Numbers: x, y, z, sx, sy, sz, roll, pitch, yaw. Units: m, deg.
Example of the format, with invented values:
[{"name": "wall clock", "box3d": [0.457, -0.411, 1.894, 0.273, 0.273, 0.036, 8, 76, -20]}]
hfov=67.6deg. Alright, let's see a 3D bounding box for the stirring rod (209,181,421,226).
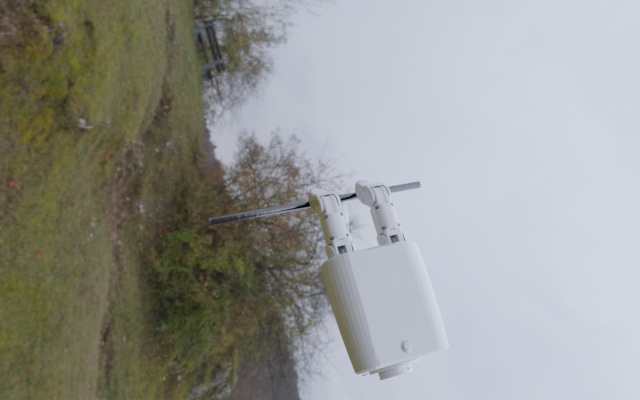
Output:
[{"name": "stirring rod", "box3d": [0.000, 0.002, 0.523, 0.239, 0.011, 0.011, -10, 3, -15]}]
